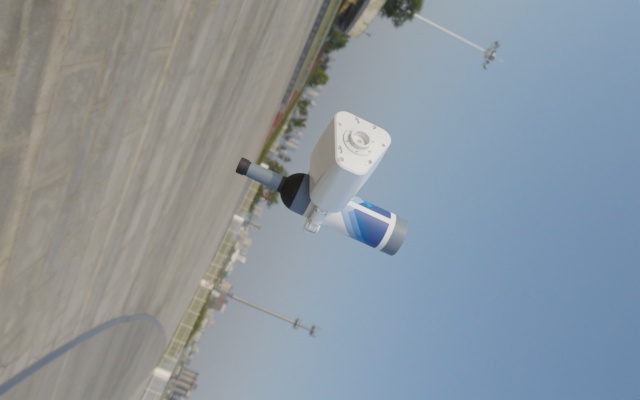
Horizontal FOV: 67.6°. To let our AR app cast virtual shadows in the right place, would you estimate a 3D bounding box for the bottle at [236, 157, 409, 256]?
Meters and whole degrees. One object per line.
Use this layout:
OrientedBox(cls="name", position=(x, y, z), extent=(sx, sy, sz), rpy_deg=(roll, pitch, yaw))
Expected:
OrientedBox(cls="bottle", position=(0.000, 0.003, 0.792), extent=(0.296, 0.069, 0.069), rpy_deg=(25, -3, -6))
